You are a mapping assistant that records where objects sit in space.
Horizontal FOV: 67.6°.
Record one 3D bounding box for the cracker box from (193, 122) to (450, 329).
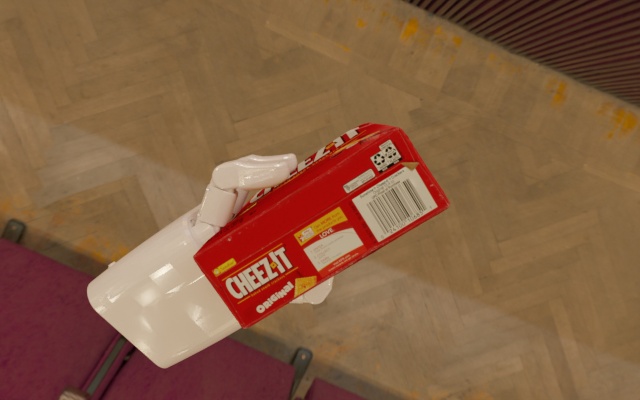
[{"bbox_3d":[0.000,0.002,0.412,0.164,0.072,0.213,-32,8,6],"label":"cracker box"}]
